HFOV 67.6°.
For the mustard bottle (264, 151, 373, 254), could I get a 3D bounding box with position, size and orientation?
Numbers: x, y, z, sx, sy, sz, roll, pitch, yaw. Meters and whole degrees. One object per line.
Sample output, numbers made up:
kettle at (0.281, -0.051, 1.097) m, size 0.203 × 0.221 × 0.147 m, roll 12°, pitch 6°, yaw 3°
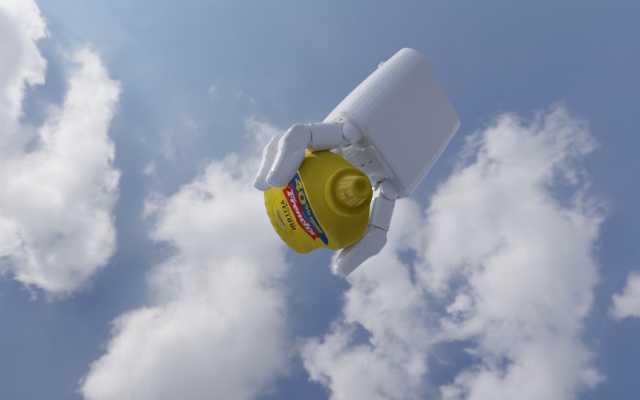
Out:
mustard bottle at (0.000, 0.002, 0.463) m, size 0.058 × 0.096 × 0.191 m, roll -23°, pitch 1°, yaw -22°
